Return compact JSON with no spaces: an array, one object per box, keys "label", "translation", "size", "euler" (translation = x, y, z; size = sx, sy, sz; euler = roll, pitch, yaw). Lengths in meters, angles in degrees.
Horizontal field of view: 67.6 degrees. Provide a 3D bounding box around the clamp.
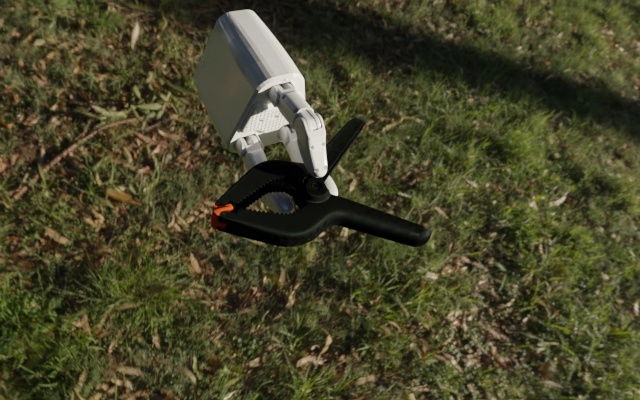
[{"label":"clamp","translation":[0.000,0.001,0.469],"size":[0.210,0.164,0.036],"euler":[-20,-27,-28]}]
